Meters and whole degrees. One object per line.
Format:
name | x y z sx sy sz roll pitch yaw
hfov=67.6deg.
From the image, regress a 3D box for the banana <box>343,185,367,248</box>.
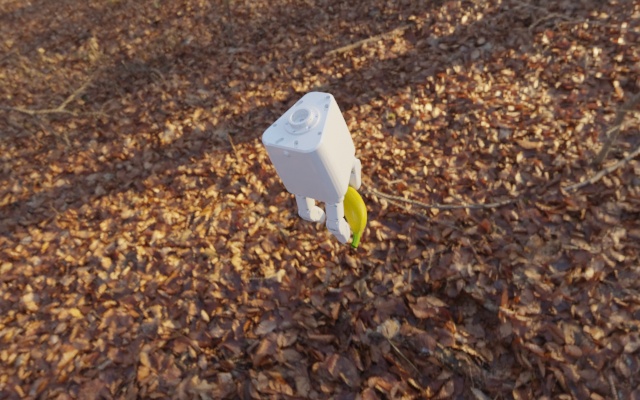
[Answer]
banana | 0.016 -0.008 0.786 0.197 0.069 0.037 44 -8 38
